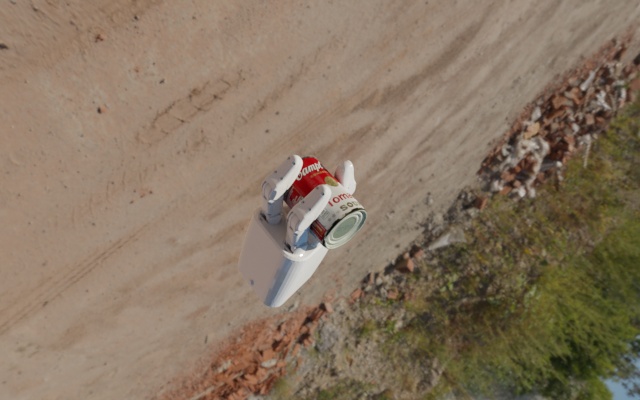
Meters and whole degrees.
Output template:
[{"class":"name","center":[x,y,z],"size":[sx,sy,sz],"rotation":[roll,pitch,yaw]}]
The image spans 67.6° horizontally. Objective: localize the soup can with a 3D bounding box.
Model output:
[{"class":"soup can","center":[0.001,0.002,0.589],"size":[0.102,0.068,0.068],"rotation":[48,26,27]}]
